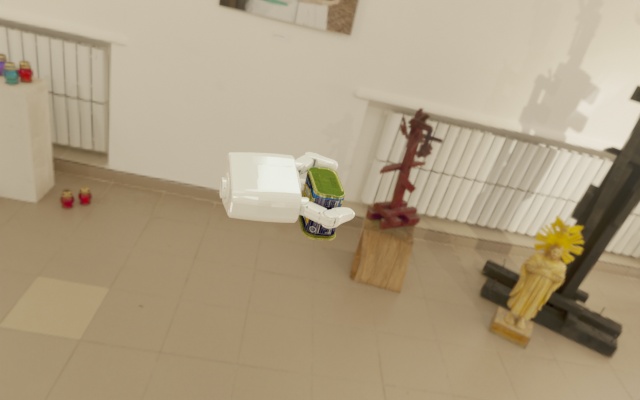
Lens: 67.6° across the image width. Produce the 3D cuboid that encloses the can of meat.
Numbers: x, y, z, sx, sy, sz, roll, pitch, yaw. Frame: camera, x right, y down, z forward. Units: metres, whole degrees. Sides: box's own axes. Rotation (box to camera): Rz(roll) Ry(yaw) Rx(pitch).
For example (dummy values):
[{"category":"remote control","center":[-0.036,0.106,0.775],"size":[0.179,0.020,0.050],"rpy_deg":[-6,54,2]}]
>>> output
[{"category":"can of meat","center":[0.000,0.002,0.792],"size":[0.057,0.084,0.102],"rpy_deg":[5,30,-15]}]
